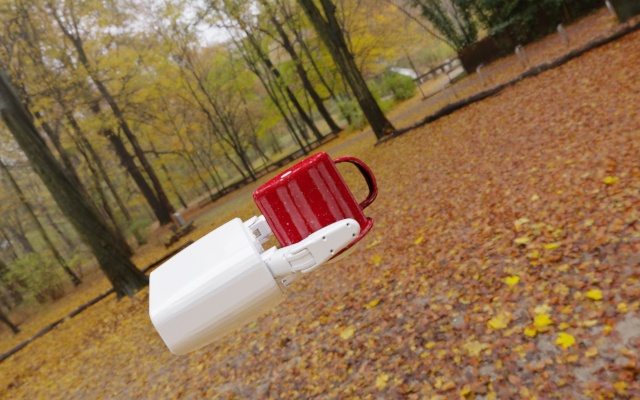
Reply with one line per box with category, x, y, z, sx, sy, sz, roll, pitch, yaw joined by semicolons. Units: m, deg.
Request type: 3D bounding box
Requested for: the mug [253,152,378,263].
mug;0.001;0.001;0.448;0.117;0.081;0.093;-32;9;-10
